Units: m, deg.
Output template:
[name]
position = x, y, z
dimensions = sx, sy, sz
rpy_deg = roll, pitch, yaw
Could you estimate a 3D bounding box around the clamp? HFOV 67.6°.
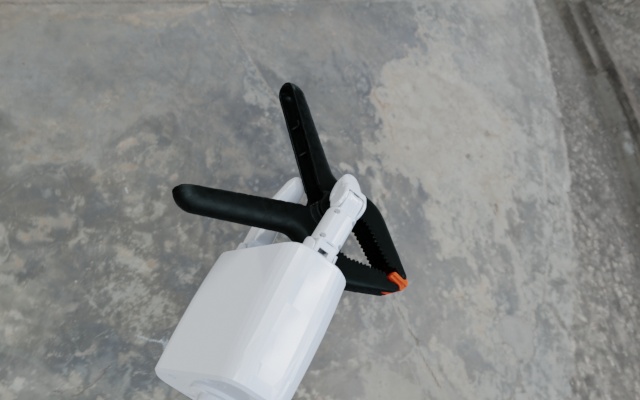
[clamp]
position = 0.001, 0.002, 0.420
dimensions = 0.210, 0.164, 0.036
rpy_deg = 39, -34, -14
